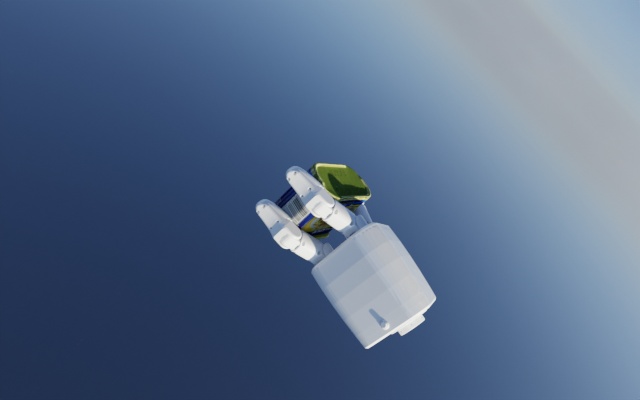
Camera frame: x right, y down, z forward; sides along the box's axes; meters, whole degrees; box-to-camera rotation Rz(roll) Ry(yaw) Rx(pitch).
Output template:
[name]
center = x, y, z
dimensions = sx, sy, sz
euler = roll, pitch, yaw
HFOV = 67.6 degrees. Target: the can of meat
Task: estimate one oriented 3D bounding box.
[can of meat]
center = 0.000, 0.002, 0.566
dimensions = 0.084, 0.057, 0.102
euler = -42, -20, 28
